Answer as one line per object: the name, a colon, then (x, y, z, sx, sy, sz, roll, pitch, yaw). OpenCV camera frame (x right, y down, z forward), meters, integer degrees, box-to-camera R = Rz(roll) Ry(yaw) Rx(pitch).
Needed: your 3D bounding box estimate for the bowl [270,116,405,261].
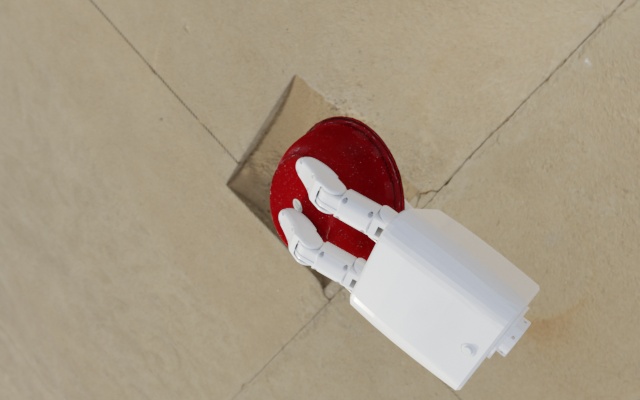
bowl: (-0.001, 0.001, 0.454, 0.055, 0.162, 0.162, -8, 5, -41)
